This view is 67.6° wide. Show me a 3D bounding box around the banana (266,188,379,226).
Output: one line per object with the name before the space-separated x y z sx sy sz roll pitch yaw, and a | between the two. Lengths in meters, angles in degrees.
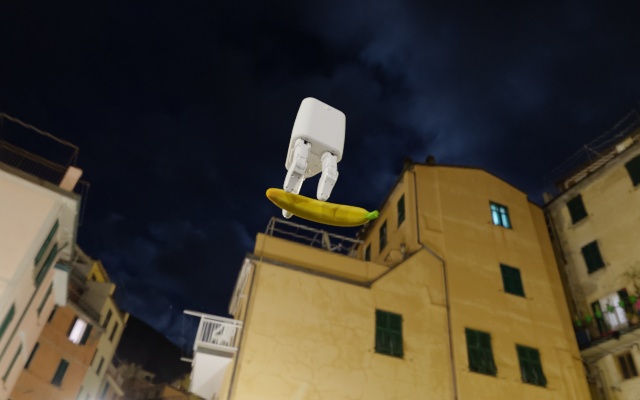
banana | 0.003 0.013 0.848 0.198 0.037 0.070 10 -33 3
